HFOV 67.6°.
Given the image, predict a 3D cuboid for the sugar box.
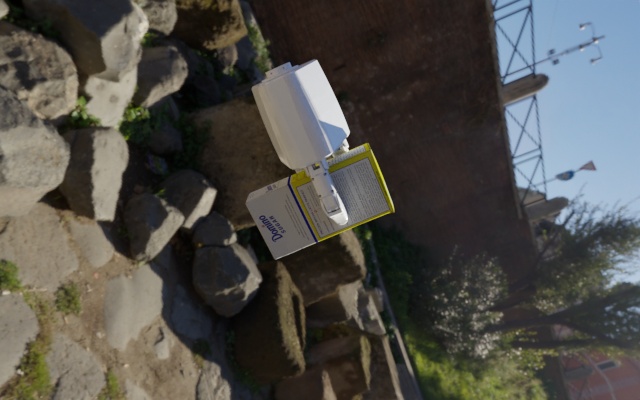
[{"bbox_3d":[0.000,0.002,0.635,0.176,0.093,0.048,-21,19,9],"label":"sugar box"}]
